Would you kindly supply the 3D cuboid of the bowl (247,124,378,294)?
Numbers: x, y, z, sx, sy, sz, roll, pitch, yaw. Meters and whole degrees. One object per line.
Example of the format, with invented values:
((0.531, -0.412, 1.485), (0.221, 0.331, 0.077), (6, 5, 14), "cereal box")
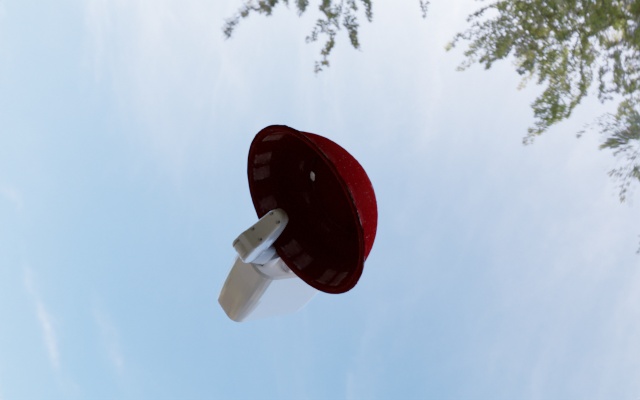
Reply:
((0.001, 0.001, 0.435), (0.055, 0.162, 0.162), (-27, 15, -32), "bowl")
